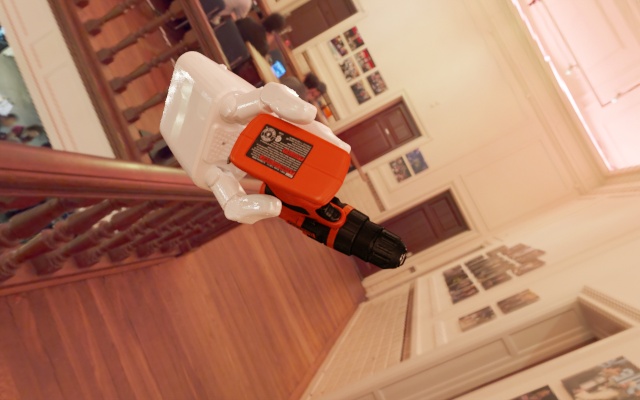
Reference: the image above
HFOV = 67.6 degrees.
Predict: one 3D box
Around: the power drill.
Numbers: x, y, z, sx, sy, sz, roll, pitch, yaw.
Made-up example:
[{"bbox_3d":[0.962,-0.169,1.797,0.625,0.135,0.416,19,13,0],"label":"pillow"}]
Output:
[{"bbox_3d":[0.000,0.001,0.474,0.184,0.057,0.188,25,-16,18],"label":"power drill"}]
